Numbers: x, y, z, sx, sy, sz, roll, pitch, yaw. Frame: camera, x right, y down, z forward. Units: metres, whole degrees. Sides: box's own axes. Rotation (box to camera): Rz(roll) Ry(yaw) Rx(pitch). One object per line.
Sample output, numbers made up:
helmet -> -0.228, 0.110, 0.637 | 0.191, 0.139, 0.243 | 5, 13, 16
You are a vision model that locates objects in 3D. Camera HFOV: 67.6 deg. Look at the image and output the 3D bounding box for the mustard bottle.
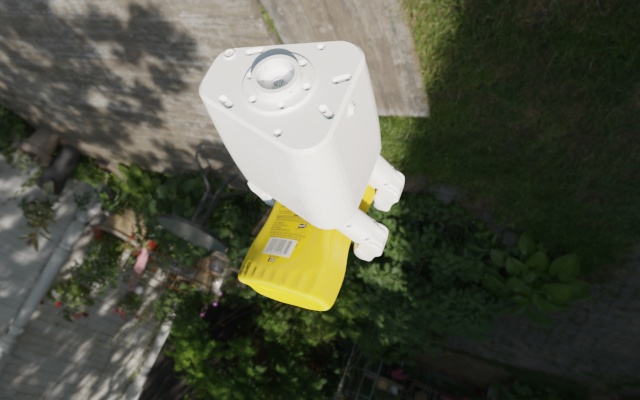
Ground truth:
mustard bottle -> 0.000, 0.002, 0.450 | 0.096, 0.191, 0.058 | 3, -29, 41
